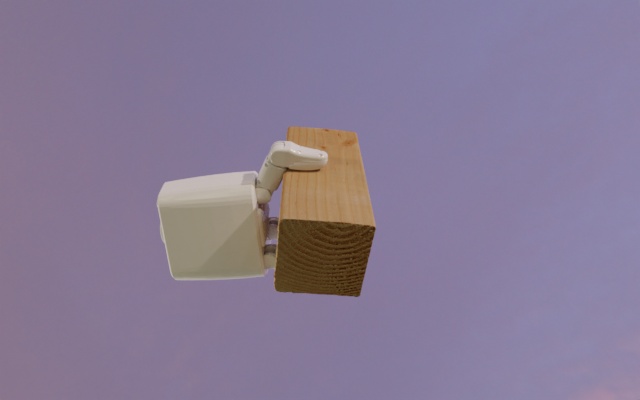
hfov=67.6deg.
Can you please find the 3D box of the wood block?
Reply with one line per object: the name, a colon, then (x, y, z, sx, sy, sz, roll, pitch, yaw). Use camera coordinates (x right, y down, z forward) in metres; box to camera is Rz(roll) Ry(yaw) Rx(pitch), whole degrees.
wood block: (0.000, 0.001, 0.537, 0.090, 0.091, 0.206, 5, 33, -5)
